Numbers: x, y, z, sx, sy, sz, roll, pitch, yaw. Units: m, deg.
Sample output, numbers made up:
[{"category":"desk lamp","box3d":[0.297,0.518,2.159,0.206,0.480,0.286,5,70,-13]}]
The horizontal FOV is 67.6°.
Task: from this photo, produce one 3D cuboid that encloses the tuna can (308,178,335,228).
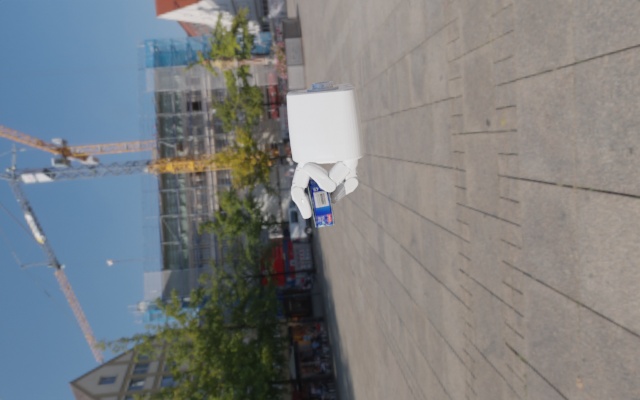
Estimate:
[{"category":"tuna can","box3d":[0.000,0.003,0.813,0.034,0.086,0.086,-11,0,-2]}]
